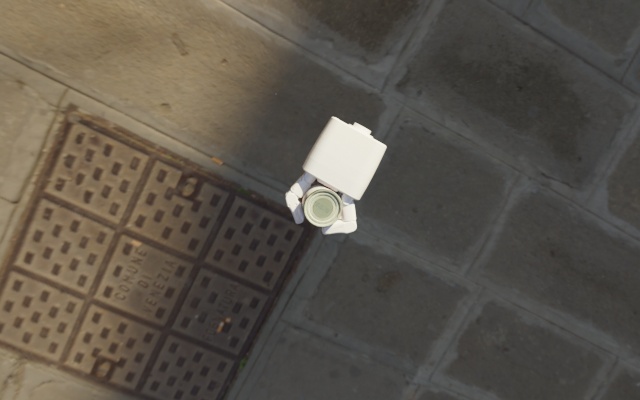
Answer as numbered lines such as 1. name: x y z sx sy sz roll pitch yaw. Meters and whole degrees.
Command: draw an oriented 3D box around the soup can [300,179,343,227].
1. soup can: 0.000 0.003 0.852 0.068 0.068 0.102 0 13 -5
